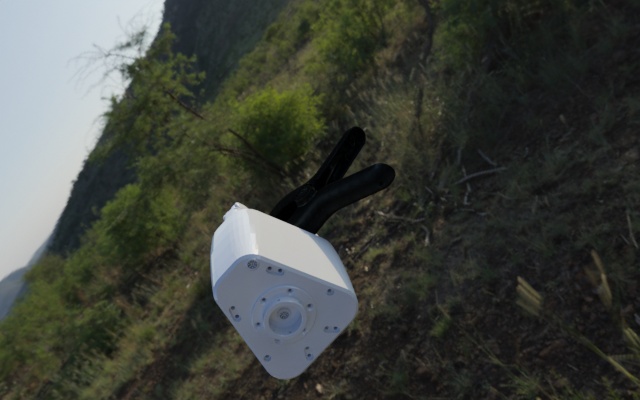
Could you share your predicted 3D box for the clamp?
[{"bbox_3d":[0.000,0.001,0.478,0.039,0.171,0.120,41,4,-20],"label":"clamp"}]
